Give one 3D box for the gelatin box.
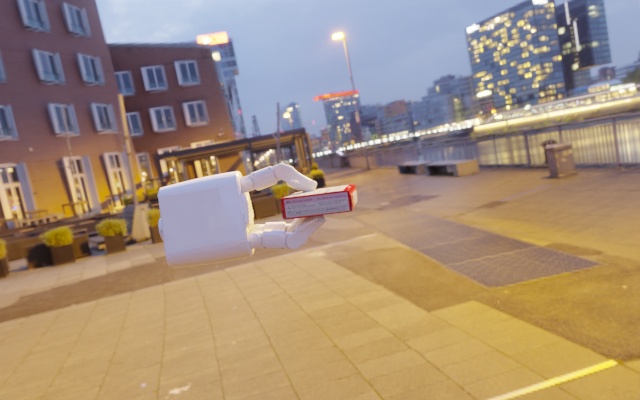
[{"bbox_3d":[0.000,0.002,0.616,0.089,0.030,0.073,-8,5,11],"label":"gelatin box"}]
